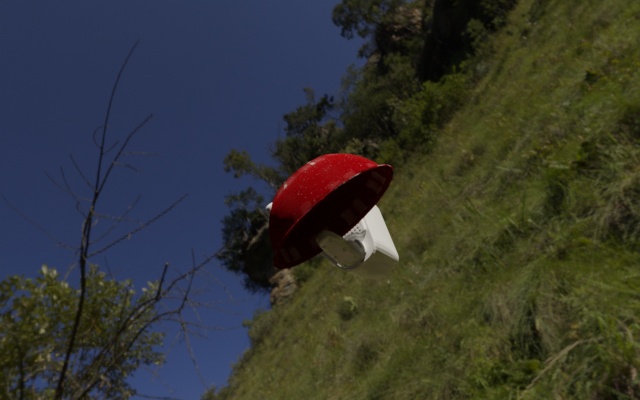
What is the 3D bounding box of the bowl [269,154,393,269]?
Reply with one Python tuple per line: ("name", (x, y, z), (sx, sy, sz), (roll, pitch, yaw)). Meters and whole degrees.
("bowl", (0.000, 0.001, 0.513), (0.162, 0.055, 0.162), (-36, -18, -14))
